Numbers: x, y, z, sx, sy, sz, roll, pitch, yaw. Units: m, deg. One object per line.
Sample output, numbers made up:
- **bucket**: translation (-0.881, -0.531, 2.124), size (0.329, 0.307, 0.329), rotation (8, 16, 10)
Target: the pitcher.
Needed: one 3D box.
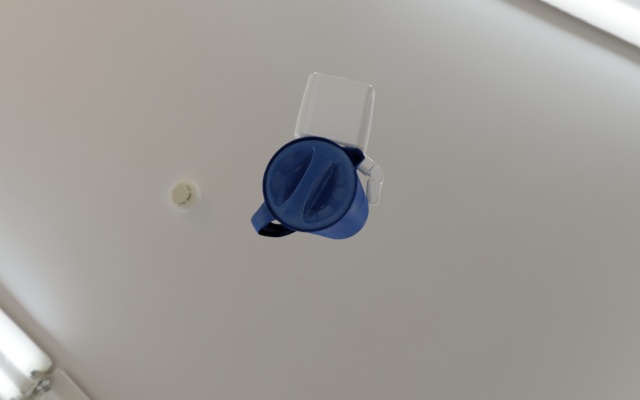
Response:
- **pitcher**: translation (0.000, 0.002, 0.752), size (0.149, 0.145, 0.243), rotation (10, -8, 14)
